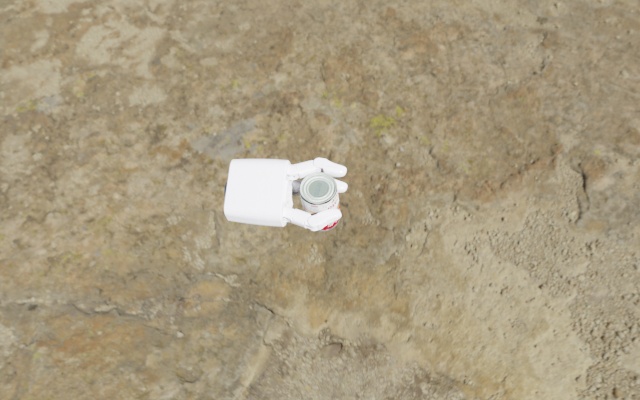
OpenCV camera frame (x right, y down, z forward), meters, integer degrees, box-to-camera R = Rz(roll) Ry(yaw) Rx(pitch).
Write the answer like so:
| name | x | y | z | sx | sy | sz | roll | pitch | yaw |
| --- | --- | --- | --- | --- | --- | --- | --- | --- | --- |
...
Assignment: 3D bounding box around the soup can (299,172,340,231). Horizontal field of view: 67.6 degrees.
| name | x | y | z | sx | sy | sz | roll | pitch | yaw |
| --- | --- | --- | --- | --- | --- | --- | --- | --- | --- |
| soup can | 0.001 | 0.003 | 0.864 | 0.068 | 0.068 | 0.102 | 0 | -30 | 6 |
